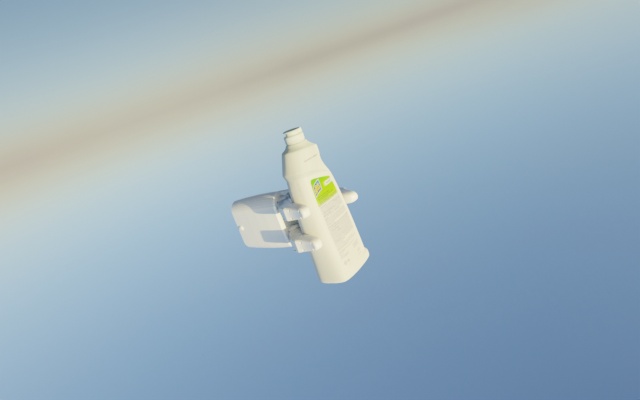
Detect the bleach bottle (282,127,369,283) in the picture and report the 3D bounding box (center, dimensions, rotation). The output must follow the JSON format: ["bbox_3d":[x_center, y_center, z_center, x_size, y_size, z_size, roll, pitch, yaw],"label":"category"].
[{"bbox_3d":[0.000,0.003,0.769,0.068,0.251,0.102,-8,20,35],"label":"bleach bottle"}]
